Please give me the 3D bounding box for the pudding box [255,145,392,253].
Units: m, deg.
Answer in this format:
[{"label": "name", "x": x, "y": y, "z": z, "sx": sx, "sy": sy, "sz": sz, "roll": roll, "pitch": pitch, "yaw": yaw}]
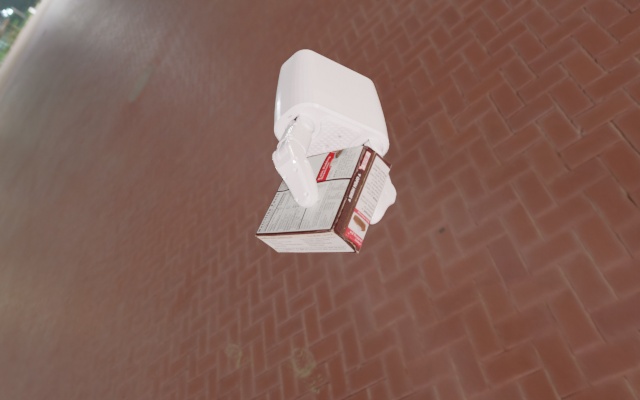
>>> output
[{"label": "pudding box", "x": 0.000, "y": 0.001, "z": 0.435, "sx": 0.039, "sy": 0.090, "sz": 0.113, "roll": 37, "pitch": -27, "yaw": -30}]
